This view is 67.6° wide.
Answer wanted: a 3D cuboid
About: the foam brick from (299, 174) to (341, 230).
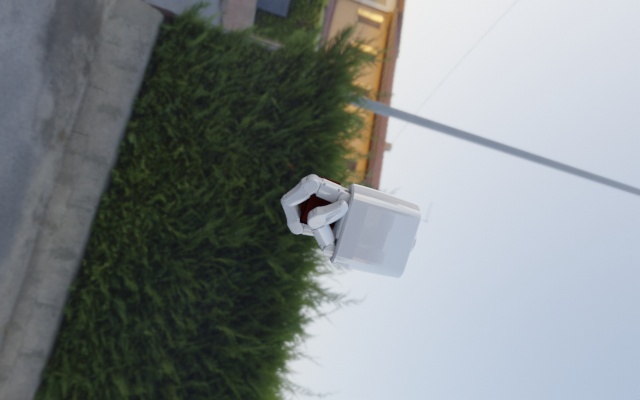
[{"bbox_3d":[0.000,0.002,0.727,0.051,0.053,0.078,15,24,-6],"label":"foam brick"}]
